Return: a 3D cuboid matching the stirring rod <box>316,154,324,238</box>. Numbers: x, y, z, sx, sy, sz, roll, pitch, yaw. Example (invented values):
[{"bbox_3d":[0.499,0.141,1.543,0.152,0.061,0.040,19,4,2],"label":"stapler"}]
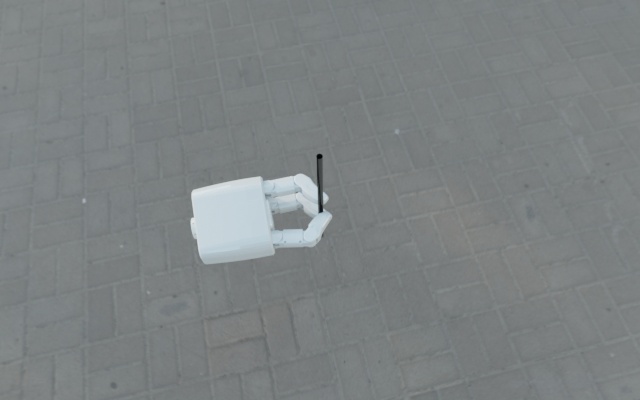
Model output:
[{"bbox_3d":[0.000,0.002,0.692,0.011,0.011,0.240,0,-28,1],"label":"stirring rod"}]
